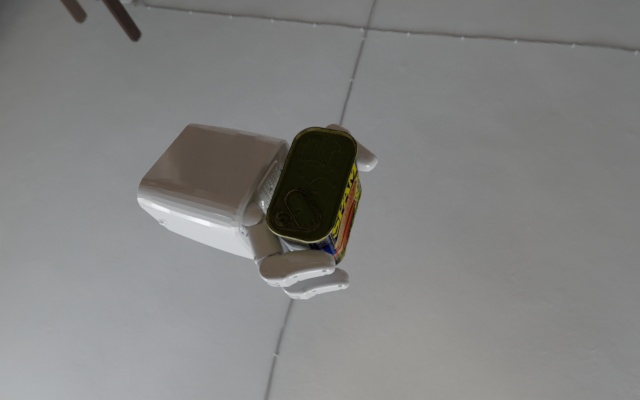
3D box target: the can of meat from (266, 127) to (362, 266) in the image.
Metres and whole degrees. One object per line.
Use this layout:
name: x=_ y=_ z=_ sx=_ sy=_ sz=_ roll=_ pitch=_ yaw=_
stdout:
can of meat: x=0.000 y=0.001 z=0.423 sx=0.057 sy=0.102 sz=0.084 roll=12 pitch=-22 yaw=15
